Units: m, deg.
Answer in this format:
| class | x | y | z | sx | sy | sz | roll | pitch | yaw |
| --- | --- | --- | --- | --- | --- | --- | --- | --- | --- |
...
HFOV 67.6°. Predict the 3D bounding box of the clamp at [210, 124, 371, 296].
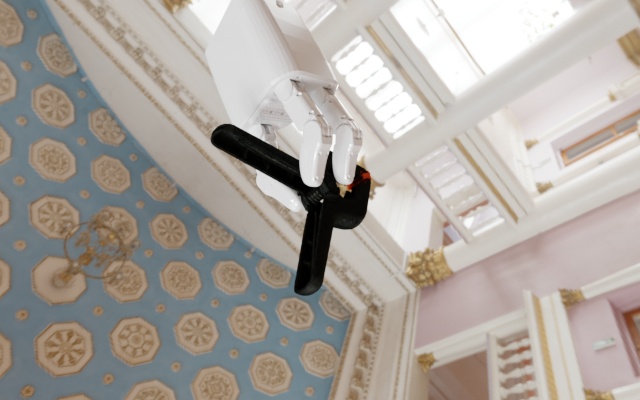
| class | x | y | z | sx | sy | sz | roll | pitch | yaw |
| --- | --- | --- | --- | --- | --- | --- | --- | --- | --- |
| clamp | 0.000 | 0.002 | 0.476 | 0.036 | 0.164 | 0.210 | -34 | -15 | 31 |
